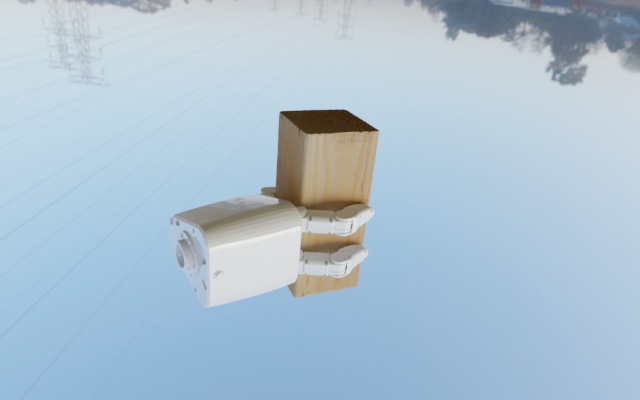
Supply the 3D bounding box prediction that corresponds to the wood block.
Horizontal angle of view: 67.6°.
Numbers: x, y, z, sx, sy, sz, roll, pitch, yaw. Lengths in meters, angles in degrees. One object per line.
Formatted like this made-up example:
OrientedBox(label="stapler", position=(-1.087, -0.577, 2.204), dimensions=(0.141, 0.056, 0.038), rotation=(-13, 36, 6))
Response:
OrientedBox(label="wood block", position=(0.000, 0.002, 0.581), dimensions=(0.090, 0.206, 0.090), rotation=(-6, 28, -23))
